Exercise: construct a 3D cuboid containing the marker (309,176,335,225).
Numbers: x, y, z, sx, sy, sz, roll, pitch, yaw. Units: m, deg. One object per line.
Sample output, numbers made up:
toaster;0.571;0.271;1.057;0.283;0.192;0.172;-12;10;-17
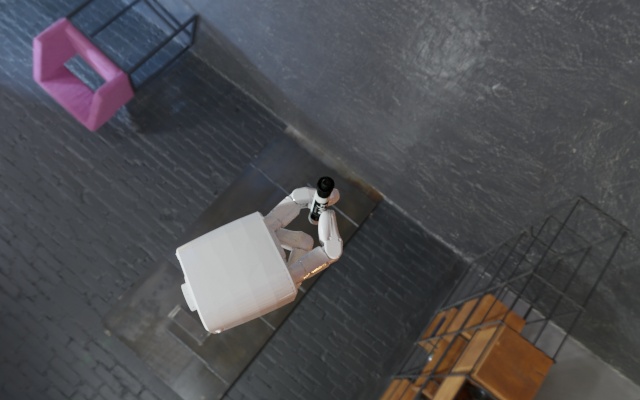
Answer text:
marker;0.000;0.002;0.544;0.020;0.020;0.121;0;-19;-6
